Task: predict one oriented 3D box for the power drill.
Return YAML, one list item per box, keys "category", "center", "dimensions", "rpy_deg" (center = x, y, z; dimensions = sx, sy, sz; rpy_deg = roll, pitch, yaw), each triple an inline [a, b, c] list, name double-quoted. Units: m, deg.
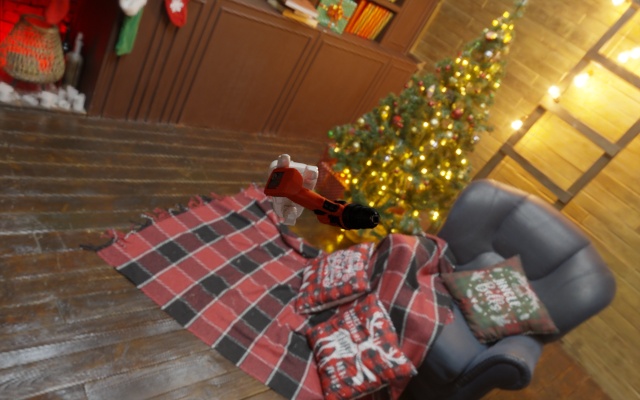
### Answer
- category: "power drill"
  center: [0.000, 0.003, 0.899]
  dimensions: [0.188, 0.057, 0.184]
  rpy_deg: [30, -15, -28]
